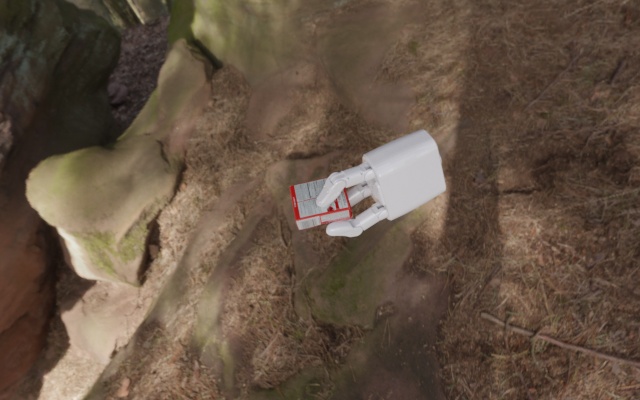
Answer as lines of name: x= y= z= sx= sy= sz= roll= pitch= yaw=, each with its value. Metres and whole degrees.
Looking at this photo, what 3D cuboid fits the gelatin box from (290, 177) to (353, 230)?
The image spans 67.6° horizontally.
gelatin box: x=0.000 y=0.002 z=0.760 sx=0.089 sy=0.073 sz=0.030 roll=-13 pitch=-39 yaw=-1
